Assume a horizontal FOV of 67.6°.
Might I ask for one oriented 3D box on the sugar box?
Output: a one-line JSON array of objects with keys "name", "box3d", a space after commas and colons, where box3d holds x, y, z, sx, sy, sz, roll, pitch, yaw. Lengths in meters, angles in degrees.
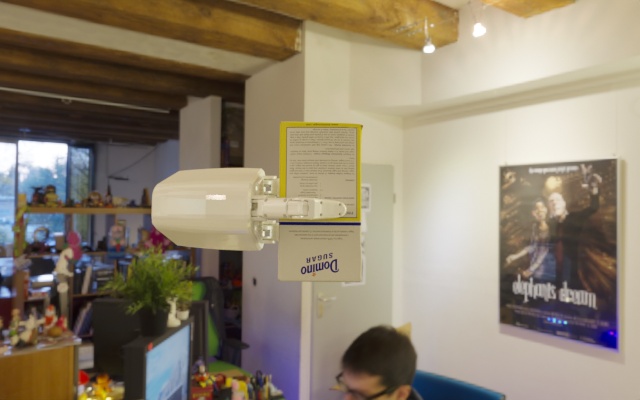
[{"name": "sugar box", "box3d": [0.000, 0.002, 0.539, 0.093, 0.176, 0.048, 1, -1, 1]}]
